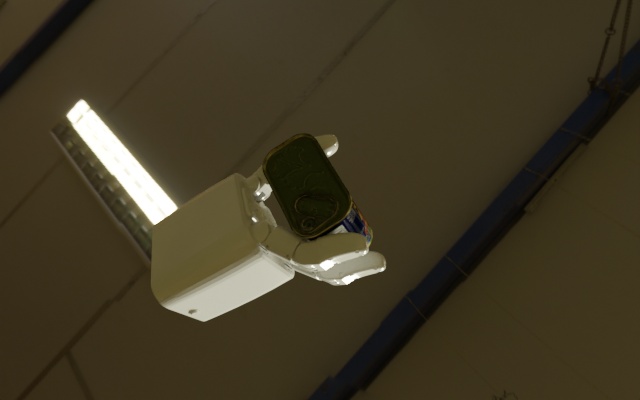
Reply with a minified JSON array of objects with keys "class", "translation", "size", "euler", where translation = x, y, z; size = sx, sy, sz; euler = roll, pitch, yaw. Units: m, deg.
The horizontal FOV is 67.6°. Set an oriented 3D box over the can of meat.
[{"class":"can of meat","translation":[0.000,0.001,0.447],"size":[0.057,0.102,0.084],"euler":[-33,-32,4]}]
